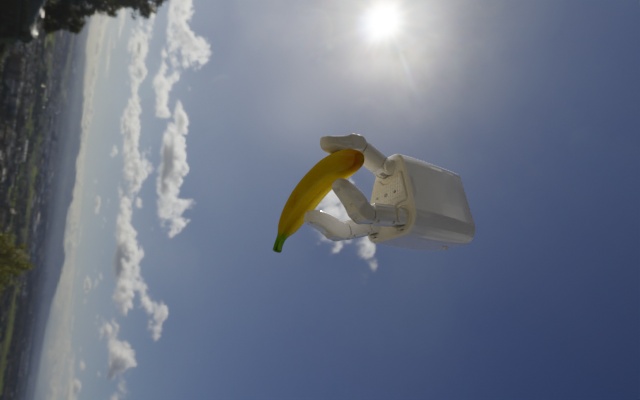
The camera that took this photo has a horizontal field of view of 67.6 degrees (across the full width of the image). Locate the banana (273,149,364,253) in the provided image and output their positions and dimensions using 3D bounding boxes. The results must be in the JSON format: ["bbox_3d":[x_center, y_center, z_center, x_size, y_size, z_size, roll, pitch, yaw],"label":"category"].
[{"bbox_3d":[-0.004,-0.010,0.602,0.037,0.069,0.198,17,-46,-26],"label":"banana"}]
